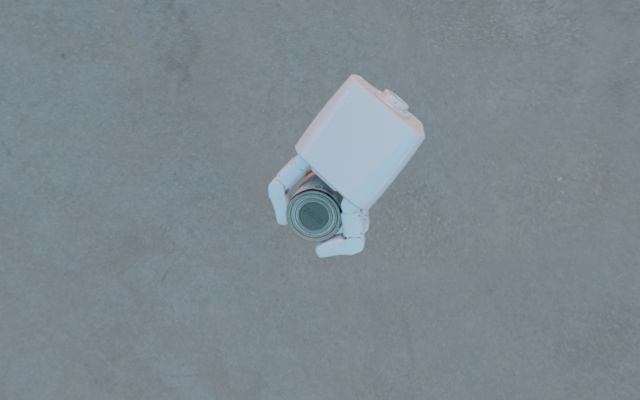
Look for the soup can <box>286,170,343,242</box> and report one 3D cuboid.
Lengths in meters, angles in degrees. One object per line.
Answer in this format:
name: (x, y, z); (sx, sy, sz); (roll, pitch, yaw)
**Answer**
soup can: (0.000, 0.002, 0.597); (0.068, 0.068, 0.102); (0, 20, 10)
